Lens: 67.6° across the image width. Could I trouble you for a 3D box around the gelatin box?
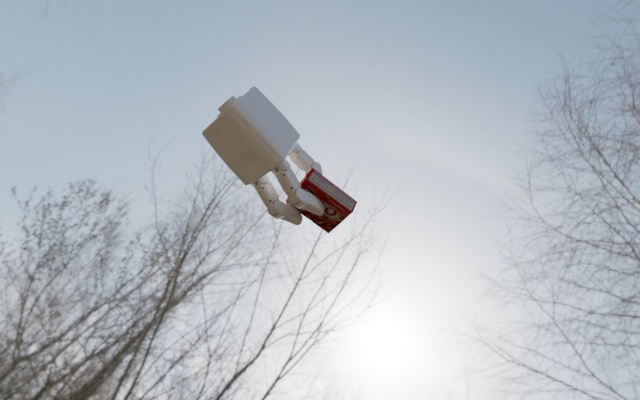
[{"bbox_3d":[0.001,0.002,0.740,0.089,0.030,0.073,36,-43,-7],"label":"gelatin box"}]
